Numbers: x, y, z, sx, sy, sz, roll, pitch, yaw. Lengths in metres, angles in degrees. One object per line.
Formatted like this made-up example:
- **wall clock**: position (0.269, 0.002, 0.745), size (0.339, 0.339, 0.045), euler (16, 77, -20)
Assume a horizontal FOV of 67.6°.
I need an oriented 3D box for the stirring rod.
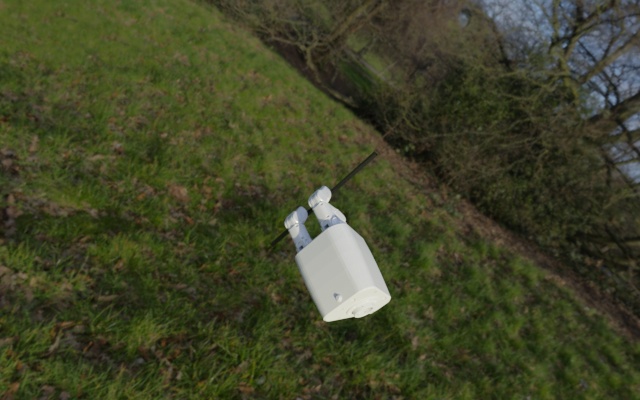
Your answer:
- **stirring rod**: position (0.000, 0.003, 0.760), size (0.239, 0.011, 0.011), euler (-41, -20, 24)
